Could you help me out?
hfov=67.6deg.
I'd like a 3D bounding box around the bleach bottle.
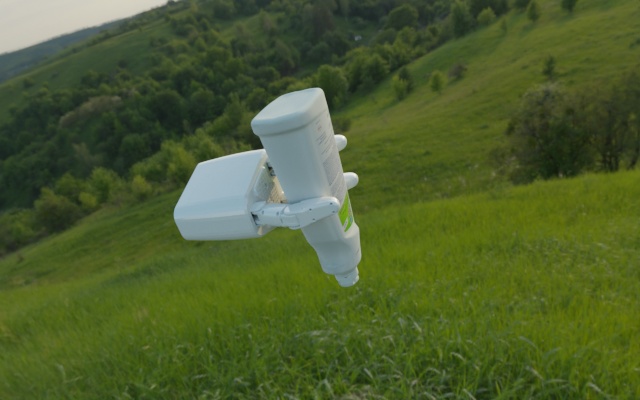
[{"bbox_3d":[0.000,0.002,0.570,0.068,0.251,0.102,-6,28,23],"label":"bleach bottle"}]
